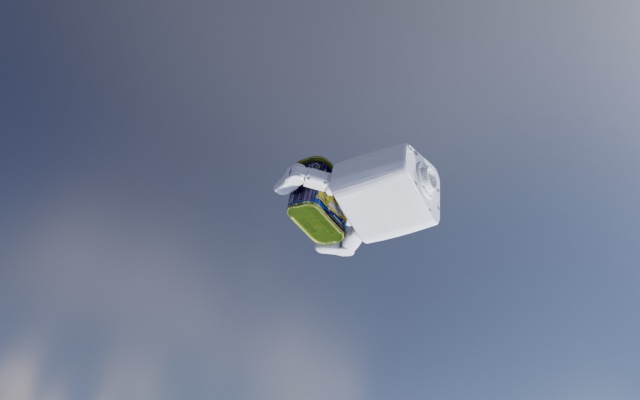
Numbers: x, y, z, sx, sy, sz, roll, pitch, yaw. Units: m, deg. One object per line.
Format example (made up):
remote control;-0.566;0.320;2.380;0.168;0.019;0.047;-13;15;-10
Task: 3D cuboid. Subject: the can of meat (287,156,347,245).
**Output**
can of meat;0.000;0.002;0.677;0.057;0.084;0.102;-15;-44;30
